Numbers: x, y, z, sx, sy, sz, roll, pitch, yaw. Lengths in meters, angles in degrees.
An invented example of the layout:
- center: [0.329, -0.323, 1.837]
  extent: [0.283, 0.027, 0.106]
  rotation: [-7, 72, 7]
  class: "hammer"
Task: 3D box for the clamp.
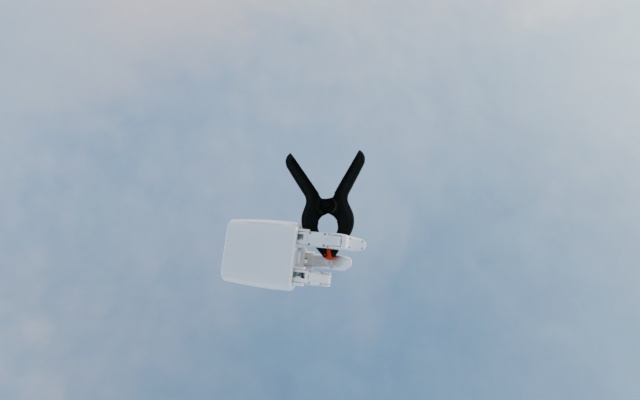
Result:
- center: [0.000, 0.003, 0.722]
  extent: [0.120, 0.171, 0.039]
  rotation: [5, -10, 9]
  class: "clamp"
